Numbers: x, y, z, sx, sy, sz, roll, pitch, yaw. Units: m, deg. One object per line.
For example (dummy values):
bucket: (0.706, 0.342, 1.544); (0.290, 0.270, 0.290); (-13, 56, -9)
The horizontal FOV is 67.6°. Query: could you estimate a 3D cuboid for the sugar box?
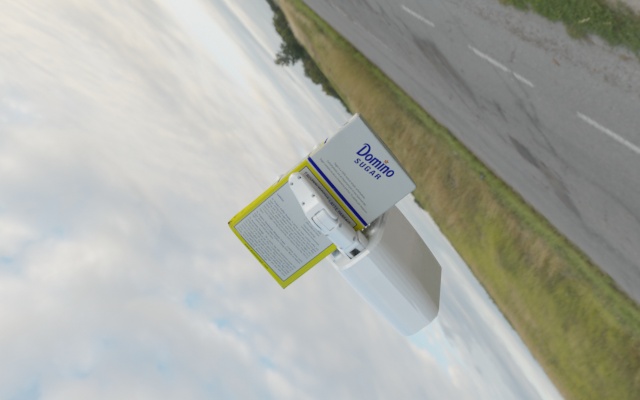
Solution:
sugar box: (0.000, 0.002, 0.492); (0.176, 0.093, 0.048); (-38, 9, 11)
